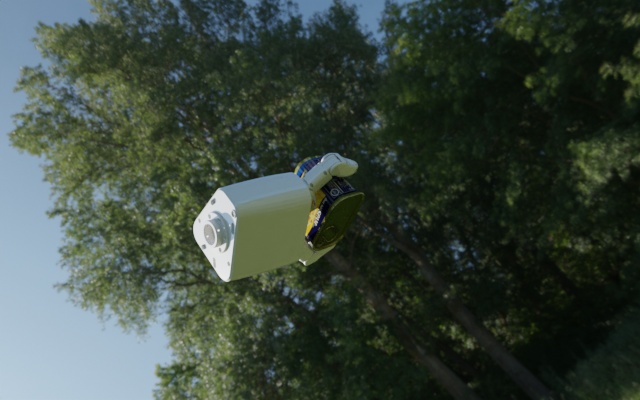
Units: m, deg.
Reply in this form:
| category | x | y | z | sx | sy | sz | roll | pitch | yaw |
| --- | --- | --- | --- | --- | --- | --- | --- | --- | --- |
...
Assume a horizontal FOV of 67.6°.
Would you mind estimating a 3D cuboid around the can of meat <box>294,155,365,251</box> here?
| category | x | y | z | sx | sy | sz | roll | pitch | yaw |
| --- | --- | --- | --- | --- | --- | --- | --- | --- | --- |
| can of meat | 0.000 | 0.002 | 0.641 | 0.057 | 0.102 | 0.084 | -16 | 54 | -40 |
